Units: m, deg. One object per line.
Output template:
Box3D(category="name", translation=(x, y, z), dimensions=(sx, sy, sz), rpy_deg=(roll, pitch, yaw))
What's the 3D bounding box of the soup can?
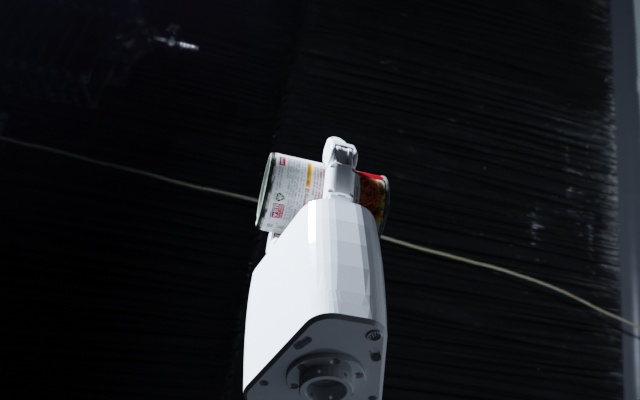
Box3D(category="soup can", translation=(0.000, 0.001, 0.415), dimensions=(0.102, 0.068, 0.068), rpy_deg=(12, -2, -10))
